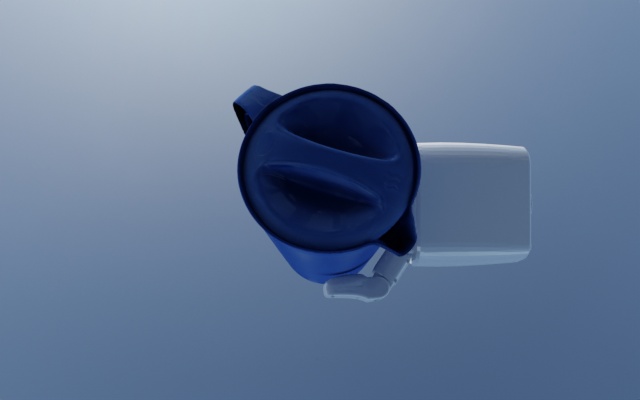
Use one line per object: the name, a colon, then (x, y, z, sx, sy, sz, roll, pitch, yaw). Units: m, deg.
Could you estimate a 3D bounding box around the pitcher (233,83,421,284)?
pitcher: (0.000, 0.002, 0.454, 0.145, 0.149, 0.243, -1, -18, 0)
